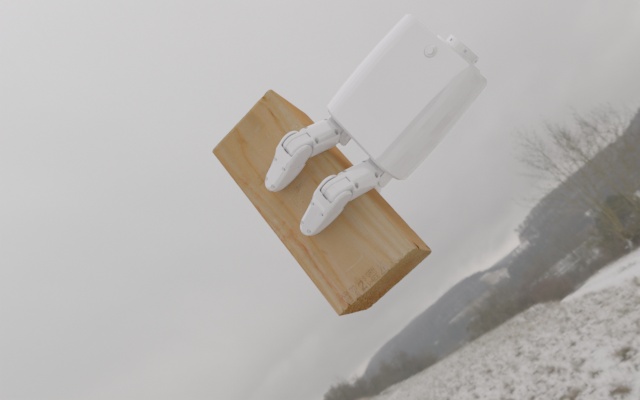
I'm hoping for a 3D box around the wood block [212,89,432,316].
[{"bbox_3d":[0.000,0.001,0.470,0.090,0.206,0.091,-45,-22,11],"label":"wood block"}]
